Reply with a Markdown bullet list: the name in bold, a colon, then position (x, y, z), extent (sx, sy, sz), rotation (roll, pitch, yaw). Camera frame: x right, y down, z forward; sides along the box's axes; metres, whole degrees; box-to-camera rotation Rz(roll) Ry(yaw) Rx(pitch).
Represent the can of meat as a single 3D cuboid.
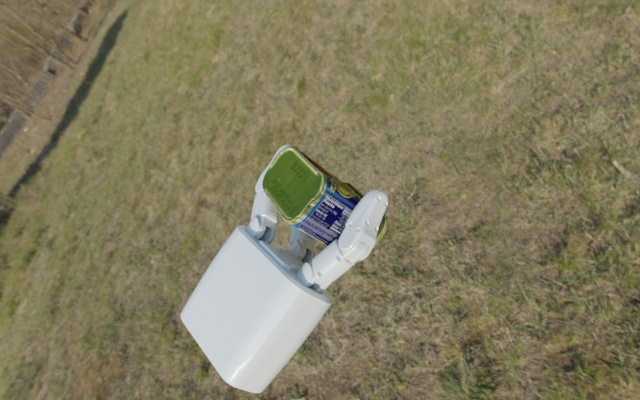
- **can of meat**: position (0.000, 0.001, 0.446), extent (0.084, 0.057, 0.102), rotation (33, 8, -35)
